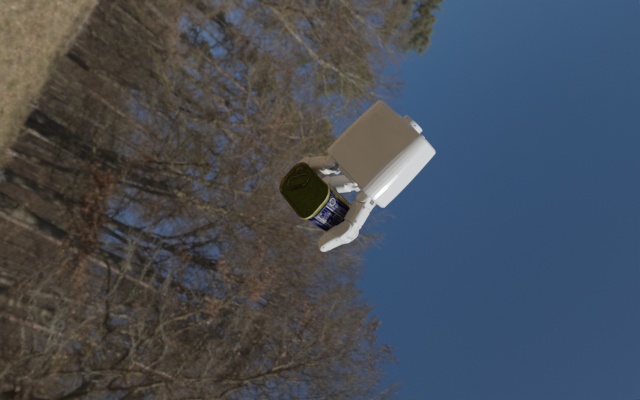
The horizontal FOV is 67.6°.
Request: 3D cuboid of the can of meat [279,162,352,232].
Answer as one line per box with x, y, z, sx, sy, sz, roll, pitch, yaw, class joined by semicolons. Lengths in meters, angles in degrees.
0.000;0.003;0.690;0.084;0.057;0.102;36;8;-41;can of meat
